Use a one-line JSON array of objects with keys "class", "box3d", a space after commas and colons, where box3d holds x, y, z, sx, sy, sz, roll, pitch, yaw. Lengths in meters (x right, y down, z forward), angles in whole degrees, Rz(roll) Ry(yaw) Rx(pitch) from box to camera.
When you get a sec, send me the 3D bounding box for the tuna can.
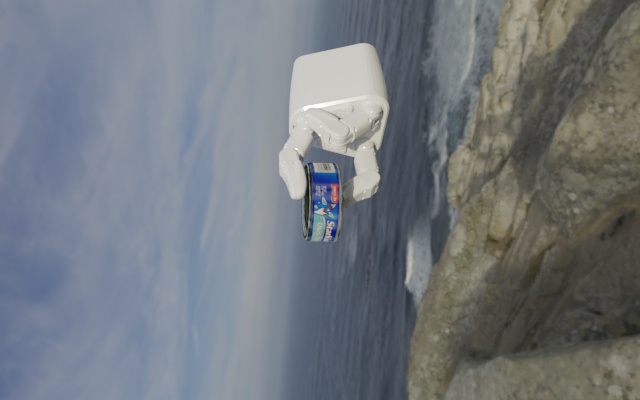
[{"class": "tuna can", "box3d": [0.000, 0.002, 0.514, 0.034, 0.086, 0.086, 1, 0, -8]}]
